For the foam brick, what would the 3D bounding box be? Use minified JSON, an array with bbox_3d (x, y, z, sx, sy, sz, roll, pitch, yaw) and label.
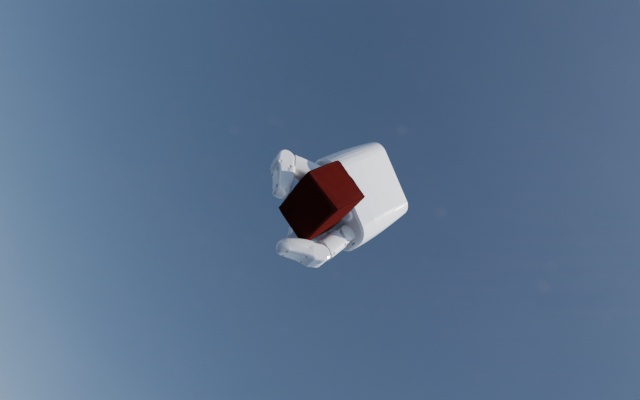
[{"bbox_3d":[0.000,0.002,0.530,0.051,0.053,0.078,-24,-15,-42],"label":"foam brick"}]
